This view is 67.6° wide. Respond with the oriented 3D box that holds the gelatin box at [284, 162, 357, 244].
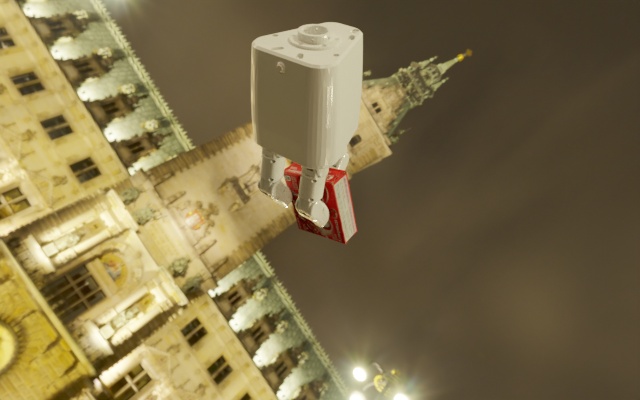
[{"bbox_3d":[0.000,0.002,0.561,0.073,0.089,0.030,15,43,35],"label":"gelatin box"}]
